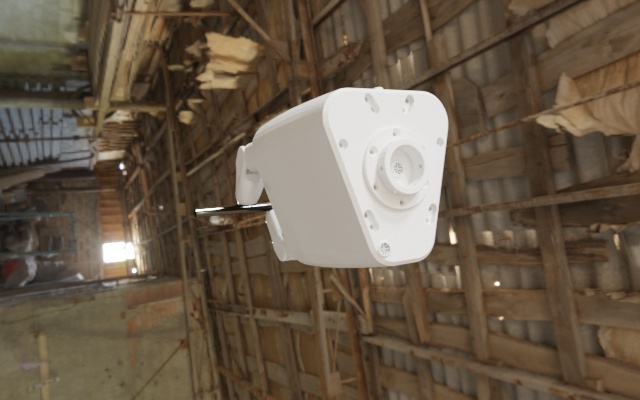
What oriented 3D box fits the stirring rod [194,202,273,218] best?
[{"bbox_3d":[0.000,0.002,0.459,0.239,0.011,0.011,-5,2,-29],"label":"stirring rod"}]
